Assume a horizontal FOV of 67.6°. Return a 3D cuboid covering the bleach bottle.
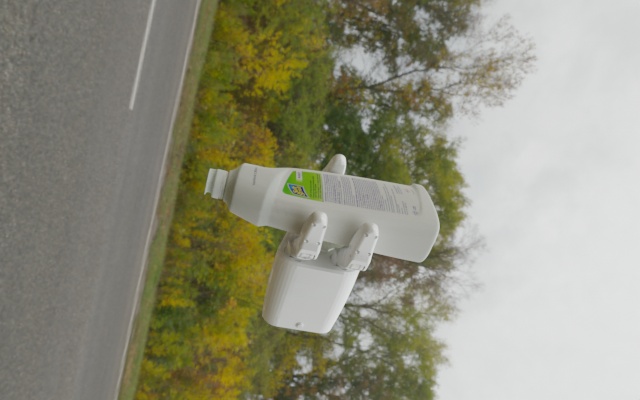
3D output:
[{"bbox_3d":[0.000,0.002,0.534,0.251,0.068,0.102,12,29,-11],"label":"bleach bottle"}]
